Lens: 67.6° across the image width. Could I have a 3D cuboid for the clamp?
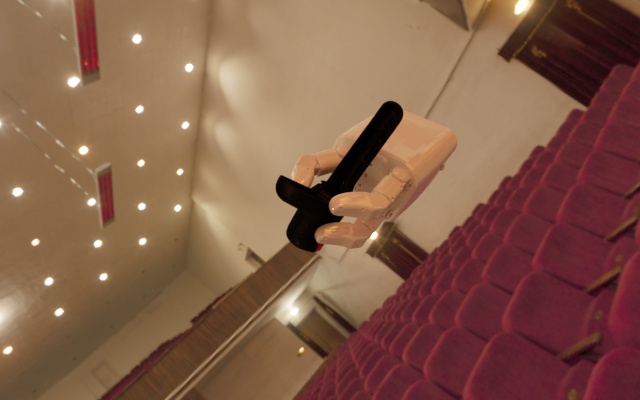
[{"bbox_3d":[0.000,0.001,0.507,0.164,0.036,0.210,-34,-21,-37],"label":"clamp"}]
